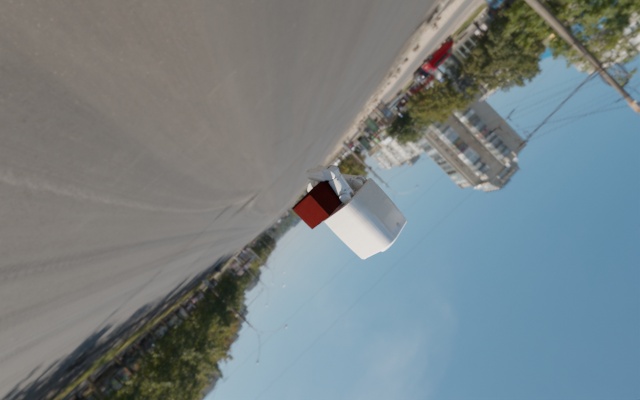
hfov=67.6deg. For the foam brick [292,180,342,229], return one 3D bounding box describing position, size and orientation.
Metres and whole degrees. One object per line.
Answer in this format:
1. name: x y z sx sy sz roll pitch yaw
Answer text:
1. foam brick: 0.000 0.003 0.828 0.053 0.051 0.078 -37 6 40
